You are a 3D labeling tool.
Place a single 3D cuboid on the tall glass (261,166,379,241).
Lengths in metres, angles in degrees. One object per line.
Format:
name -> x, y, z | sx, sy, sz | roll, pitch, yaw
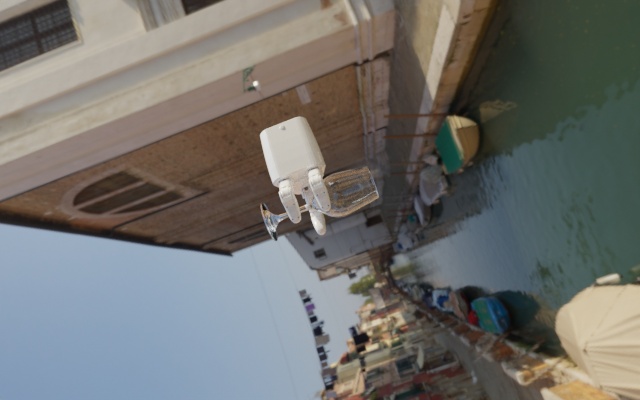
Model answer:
tall glass -> 0.000, 0.003, 0.850 | 0.201, 0.079, 0.079 | -21, -1, 4
